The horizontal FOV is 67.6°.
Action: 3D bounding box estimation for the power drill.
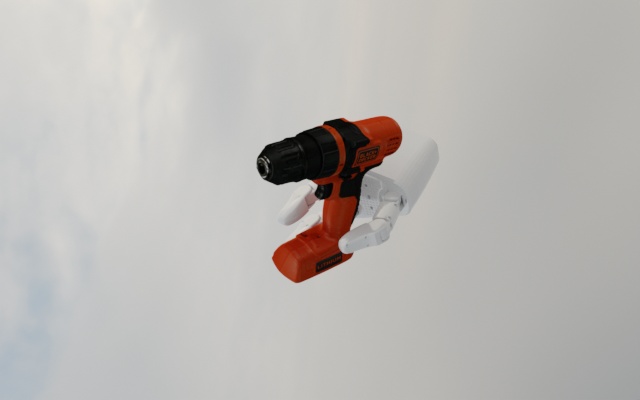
[{"bbox_3d":[0.000,0.002,0.521,0.184,0.188,0.057,-18,48,-38],"label":"power drill"}]
